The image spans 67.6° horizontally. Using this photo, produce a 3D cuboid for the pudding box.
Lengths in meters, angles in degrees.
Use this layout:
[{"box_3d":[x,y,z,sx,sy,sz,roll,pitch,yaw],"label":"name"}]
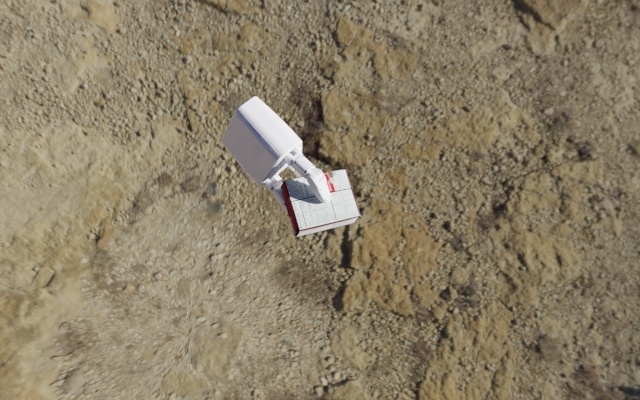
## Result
[{"box_3d":[0.000,0.002,0.783,0.113,0.090,0.039,-12,-14,-17],"label":"pudding box"}]
